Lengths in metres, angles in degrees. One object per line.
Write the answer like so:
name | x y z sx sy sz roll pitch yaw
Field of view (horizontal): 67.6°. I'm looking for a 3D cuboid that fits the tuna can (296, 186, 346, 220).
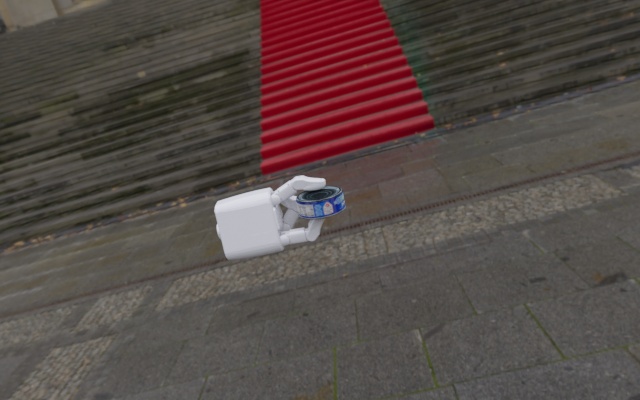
tuna can | 0.000 0.002 0.845 0.086 0.034 0.086 -10 17 3
